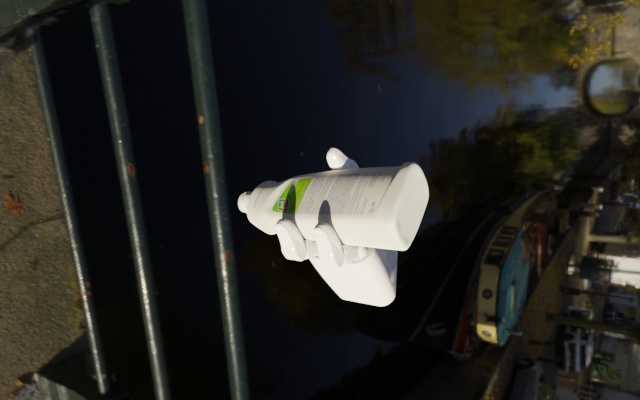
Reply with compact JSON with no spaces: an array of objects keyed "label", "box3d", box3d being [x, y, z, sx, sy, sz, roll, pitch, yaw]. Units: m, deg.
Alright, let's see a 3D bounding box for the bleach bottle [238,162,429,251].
[{"label":"bleach bottle","box3d":[0.000,0.002,0.602,0.251,0.102,0.068,3,-38,35]}]
